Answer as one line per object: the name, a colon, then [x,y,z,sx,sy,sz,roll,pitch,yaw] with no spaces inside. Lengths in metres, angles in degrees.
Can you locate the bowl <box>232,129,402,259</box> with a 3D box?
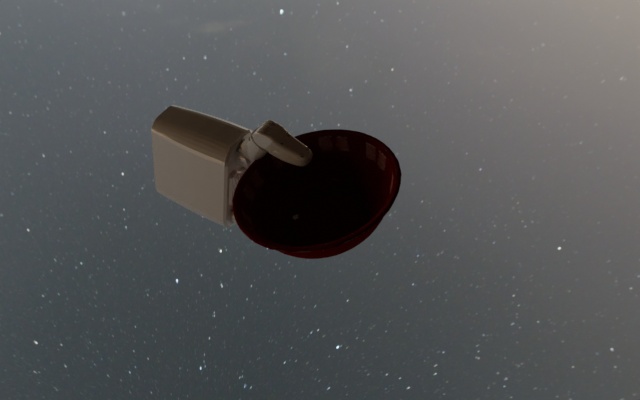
bowl: [0.001,0.002,0.463,0.162,0.162,0.055,0,-44,18]
